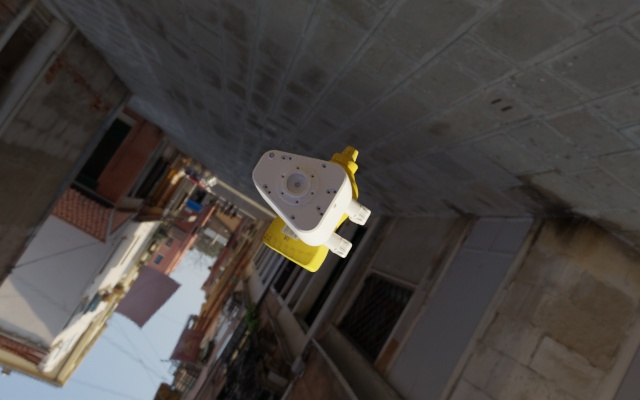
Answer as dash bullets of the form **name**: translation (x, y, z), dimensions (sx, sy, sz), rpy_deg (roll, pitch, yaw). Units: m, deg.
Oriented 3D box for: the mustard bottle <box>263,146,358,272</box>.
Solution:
- **mustard bottle**: translation (0.000, 0.003, 0.714), dimensions (0.096, 0.191, 0.058), rpy_deg (26, -9, 34)
